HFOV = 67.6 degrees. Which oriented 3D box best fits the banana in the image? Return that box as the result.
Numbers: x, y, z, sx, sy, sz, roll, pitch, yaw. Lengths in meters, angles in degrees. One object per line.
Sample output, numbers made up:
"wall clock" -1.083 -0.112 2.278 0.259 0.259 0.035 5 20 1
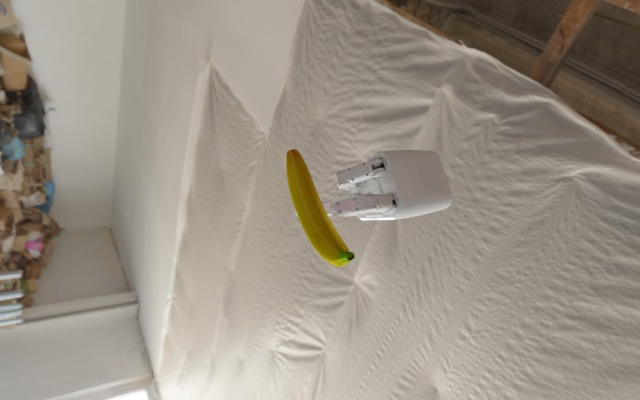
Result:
"banana" -0.004 0.017 0.636 0.037 0.197 0.070 -8 -40 -30
